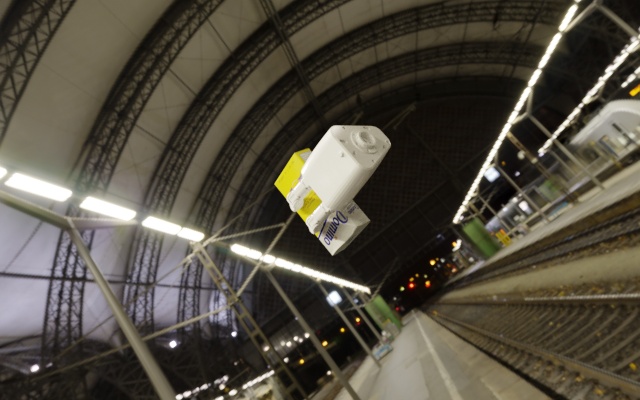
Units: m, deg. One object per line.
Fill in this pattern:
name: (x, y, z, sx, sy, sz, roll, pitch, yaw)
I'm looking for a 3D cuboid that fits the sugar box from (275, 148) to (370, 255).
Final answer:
sugar box: (0.000, 0.003, 0.858, 0.048, 0.176, 0.093, -22, -23, -44)
